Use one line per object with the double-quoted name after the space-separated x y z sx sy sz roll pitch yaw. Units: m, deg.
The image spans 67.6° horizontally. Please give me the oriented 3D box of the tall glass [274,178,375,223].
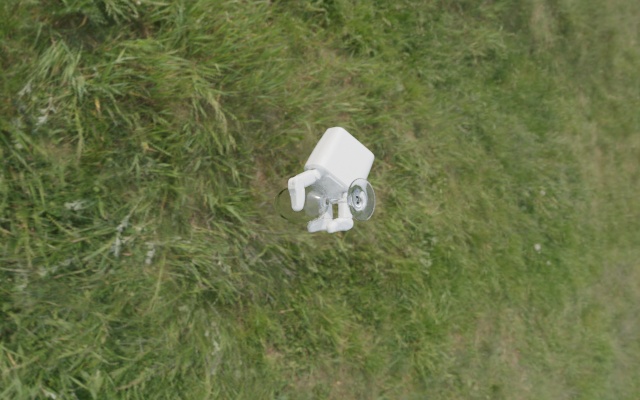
0.001 0.003 0.886 0.201 0.079 0.079 -4 -3 44 "tall glass"
